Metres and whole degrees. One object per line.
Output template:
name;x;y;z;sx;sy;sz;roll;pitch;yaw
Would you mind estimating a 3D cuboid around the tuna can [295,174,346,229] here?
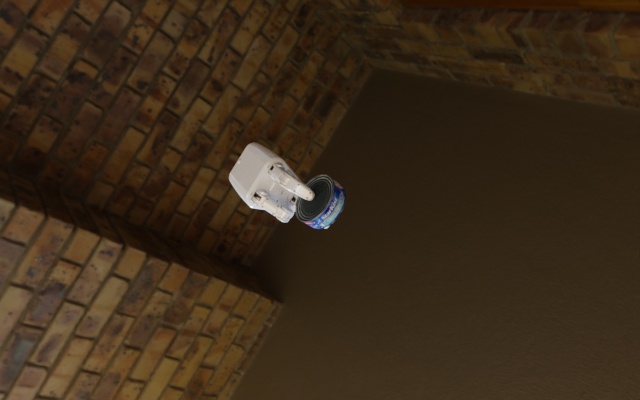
tuna can;0.001;0.003;0.779;0.034;0.086;0.086;33;-20;-35
